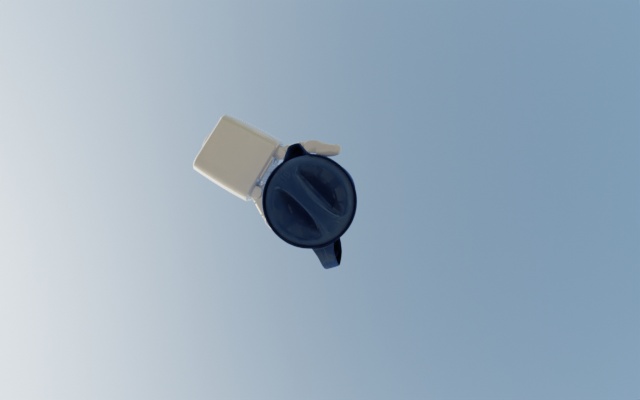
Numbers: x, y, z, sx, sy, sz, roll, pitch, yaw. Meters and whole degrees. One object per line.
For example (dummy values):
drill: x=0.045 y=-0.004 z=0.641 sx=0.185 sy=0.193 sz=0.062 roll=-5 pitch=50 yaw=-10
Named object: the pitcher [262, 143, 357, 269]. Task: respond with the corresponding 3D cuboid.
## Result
pitcher: x=0.000 y=0.002 z=0.772 sx=0.145 sy=0.149 sz=0.243 roll=27 pitch=7 yaw=4
